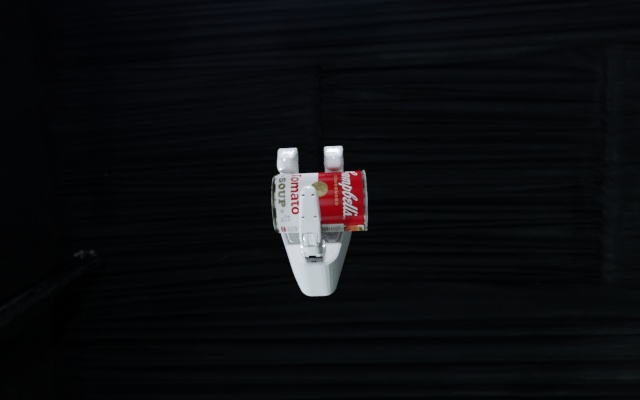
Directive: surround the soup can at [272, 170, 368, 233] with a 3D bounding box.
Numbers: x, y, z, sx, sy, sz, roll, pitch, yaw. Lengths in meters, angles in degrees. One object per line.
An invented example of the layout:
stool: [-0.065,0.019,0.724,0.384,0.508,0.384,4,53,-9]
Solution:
soup can: [0.000,0.002,0.537,0.102,0.068,0.068,-2,0,2]
